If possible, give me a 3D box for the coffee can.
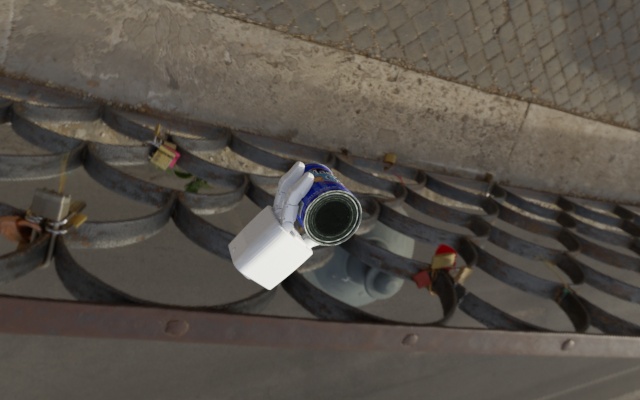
[{"bbox_3d":[0.000,0.003,0.848,0.103,0.103,0.140,0,23,-19],"label":"coffee can"}]
